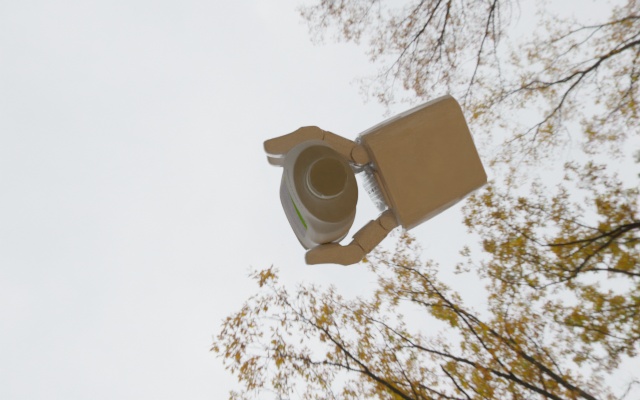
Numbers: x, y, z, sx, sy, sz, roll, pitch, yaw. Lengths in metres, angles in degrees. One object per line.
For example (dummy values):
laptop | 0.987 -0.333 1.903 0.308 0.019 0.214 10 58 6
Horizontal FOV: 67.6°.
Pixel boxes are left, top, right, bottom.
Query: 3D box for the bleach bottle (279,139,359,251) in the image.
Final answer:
bleach bottle | 0.000 0.001 0.475 0.068 0.102 0.251 -27 -3 -6
